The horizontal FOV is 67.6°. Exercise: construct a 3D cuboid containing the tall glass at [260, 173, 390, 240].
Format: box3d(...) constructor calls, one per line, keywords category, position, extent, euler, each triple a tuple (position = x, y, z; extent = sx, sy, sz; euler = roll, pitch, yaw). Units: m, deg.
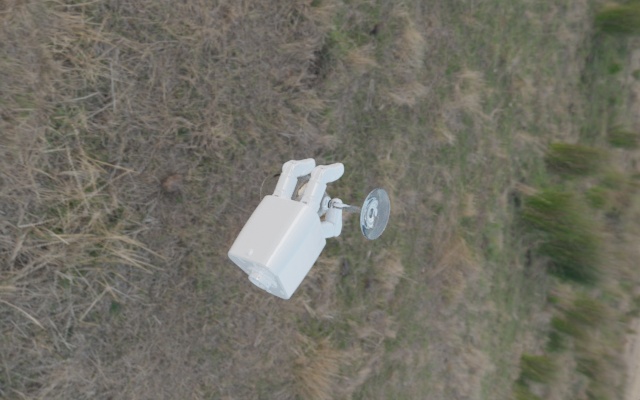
box3d(category="tall glass", position=(0.001, 0.002, 0.728), extent=(0.201, 0.079, 0.079), euler=(13, 8, 37))
